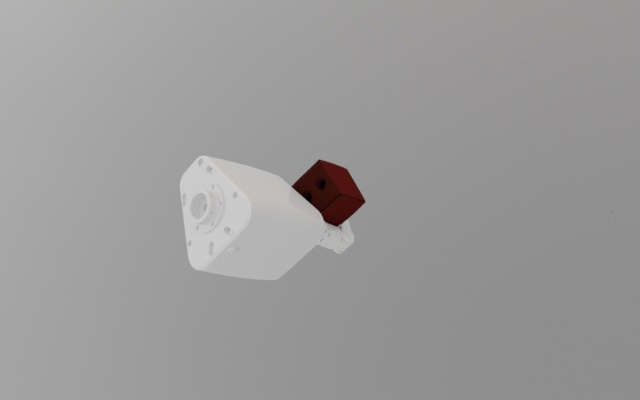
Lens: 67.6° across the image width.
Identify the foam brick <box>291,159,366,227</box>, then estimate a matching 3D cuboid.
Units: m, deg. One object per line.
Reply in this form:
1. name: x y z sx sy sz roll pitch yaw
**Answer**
1. foam brick: 0.000 0.002 0.535 0.078 0.053 0.051 -44 -34 21
